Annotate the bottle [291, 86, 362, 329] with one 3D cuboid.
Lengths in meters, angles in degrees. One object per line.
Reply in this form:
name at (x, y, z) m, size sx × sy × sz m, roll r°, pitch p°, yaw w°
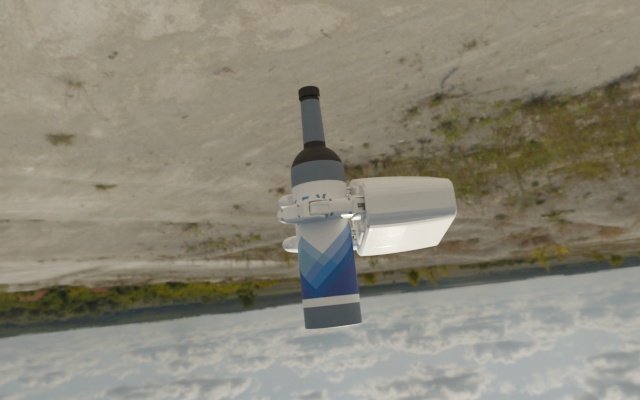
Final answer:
bottle at (0.000, 0.002, 0.581) m, size 0.069 × 0.295 × 0.069 m, roll -6°, pitch -12°, yaw -1°
